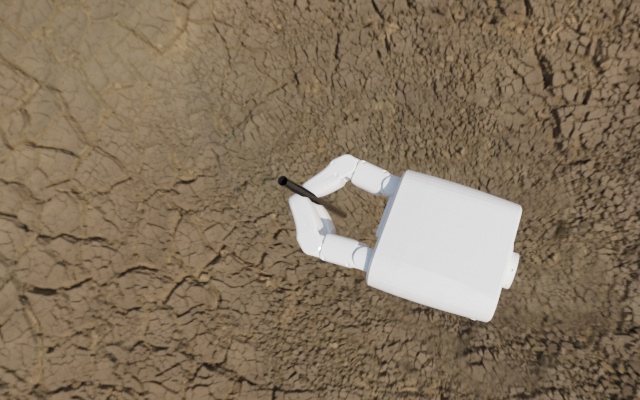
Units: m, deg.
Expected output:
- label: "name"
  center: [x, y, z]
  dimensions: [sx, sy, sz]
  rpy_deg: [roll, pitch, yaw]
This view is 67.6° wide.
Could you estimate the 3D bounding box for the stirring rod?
- label: "stirring rod"
  center: [0.000, 0.002, 0.491]
  dimensions: [0.011, 0.011, 0.239]
  rpy_deg: [0, -8, 15]
